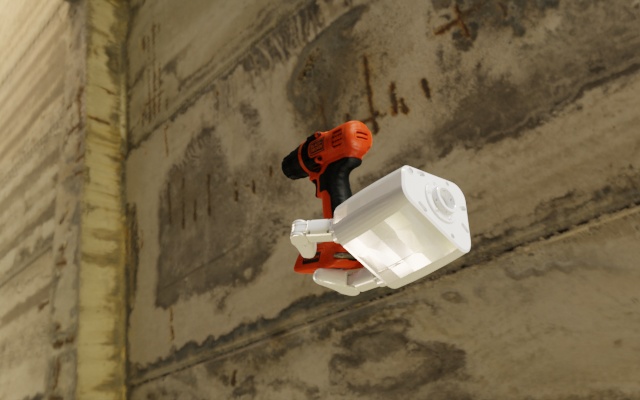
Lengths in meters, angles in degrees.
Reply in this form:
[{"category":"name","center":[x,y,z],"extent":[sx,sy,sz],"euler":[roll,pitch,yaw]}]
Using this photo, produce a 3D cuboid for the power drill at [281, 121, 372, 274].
[{"category":"power drill","center":[0.000,0.003,0.642],"extent":[0.057,0.187,0.184],"euler":[5,-13,-32]}]
